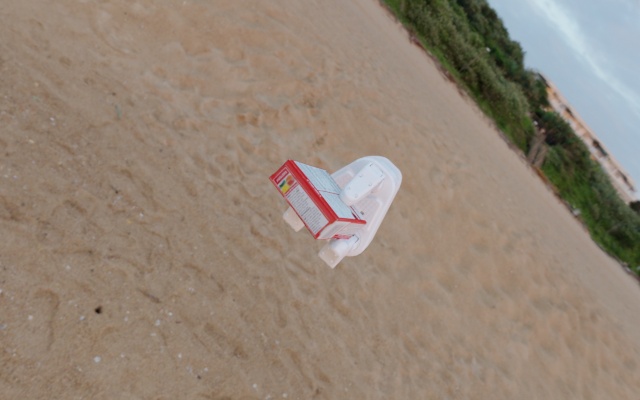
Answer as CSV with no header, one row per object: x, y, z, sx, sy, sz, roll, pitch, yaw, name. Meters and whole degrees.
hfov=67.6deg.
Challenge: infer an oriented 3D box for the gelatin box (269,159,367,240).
0.000,0.001,0.454,0.030,0.073,0.089,-43,-18,14,gelatin box
